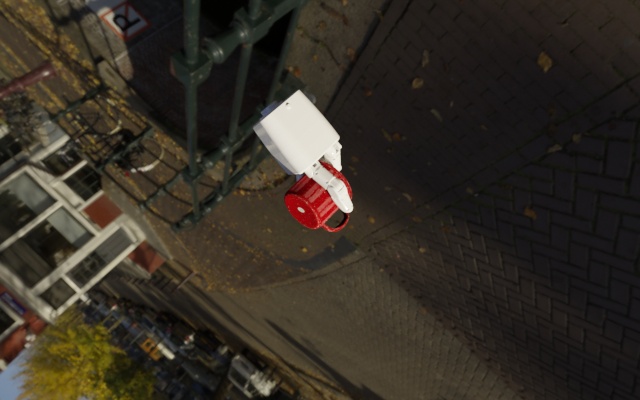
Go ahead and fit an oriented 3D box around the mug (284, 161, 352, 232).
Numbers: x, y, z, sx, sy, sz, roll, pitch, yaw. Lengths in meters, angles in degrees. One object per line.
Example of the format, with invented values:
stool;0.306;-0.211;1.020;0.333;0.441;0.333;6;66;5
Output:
mug;0.001;0.004;0.813;0.081;0.117;0.093;-45;12;-27
